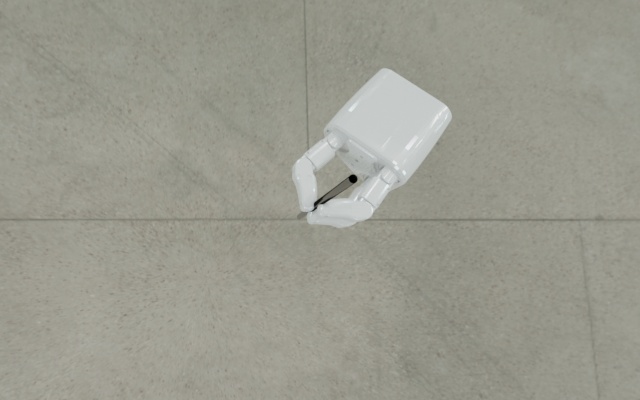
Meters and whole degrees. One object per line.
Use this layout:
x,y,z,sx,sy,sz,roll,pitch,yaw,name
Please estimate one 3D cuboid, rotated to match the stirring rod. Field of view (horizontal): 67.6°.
0.000,0.002,0.519,0.011,0.011,0.239,0,-10,-13,stirring rod
